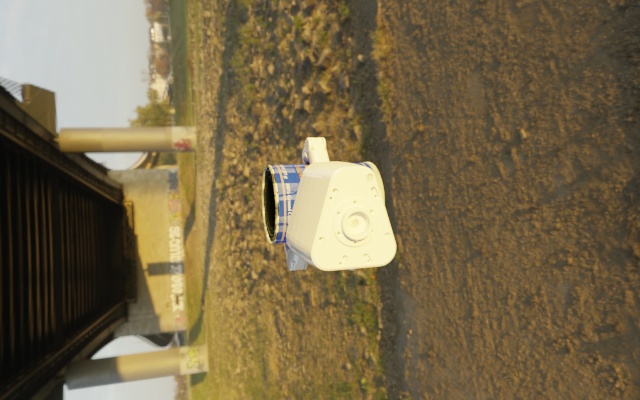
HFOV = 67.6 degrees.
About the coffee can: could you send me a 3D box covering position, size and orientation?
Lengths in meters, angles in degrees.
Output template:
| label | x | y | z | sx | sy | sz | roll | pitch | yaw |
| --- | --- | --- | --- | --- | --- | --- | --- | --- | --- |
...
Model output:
| label | x | y | z | sx | sy | sz | roll | pitch | yaw |
| --- | --- | --- | --- | --- | --- | --- | --- | --- | --- |
| coffee can | 0.000 | 0.002 | 0.630 | 0.140 | 0.103 | 0.103 | -3 | 1 | -16 |
